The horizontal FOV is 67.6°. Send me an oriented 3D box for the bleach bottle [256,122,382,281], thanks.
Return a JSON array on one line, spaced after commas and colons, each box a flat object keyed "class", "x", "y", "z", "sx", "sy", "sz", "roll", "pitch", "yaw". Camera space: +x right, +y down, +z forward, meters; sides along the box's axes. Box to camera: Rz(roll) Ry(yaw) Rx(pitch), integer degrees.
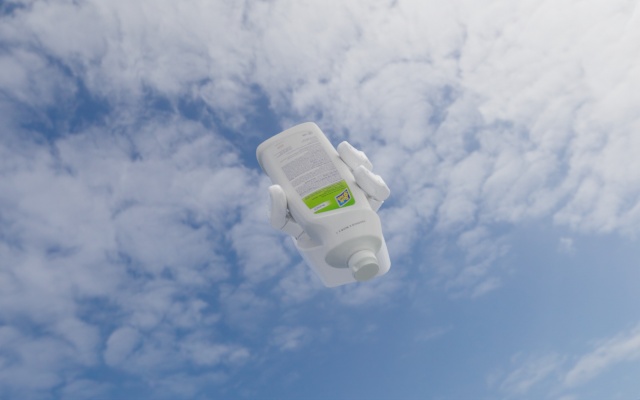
[{"class": "bleach bottle", "x": 0.000, "y": 0.002, "z": 0.590, "sx": 0.102, "sy": 0.068, "sz": 0.250, "roll": -27, "pitch": 45, "yaw": -1}]
